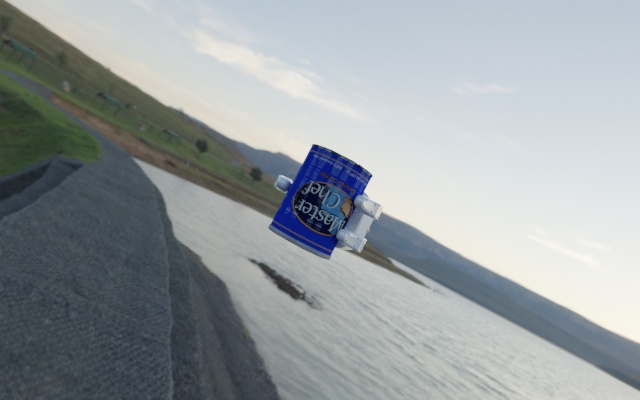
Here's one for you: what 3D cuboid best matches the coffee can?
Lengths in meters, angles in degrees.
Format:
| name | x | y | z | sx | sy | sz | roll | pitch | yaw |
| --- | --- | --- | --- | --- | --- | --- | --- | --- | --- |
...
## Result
| name | x | y | z | sx | sy | sz | roll | pitch | yaw |
| --- | --- | --- | --- | --- | --- | --- | --- | --- | --- |
| coffee can | 0.000 | 0.002 | 0.705 | 0.103 | 0.140 | 0.103 | 28 | -2 | 1 |
